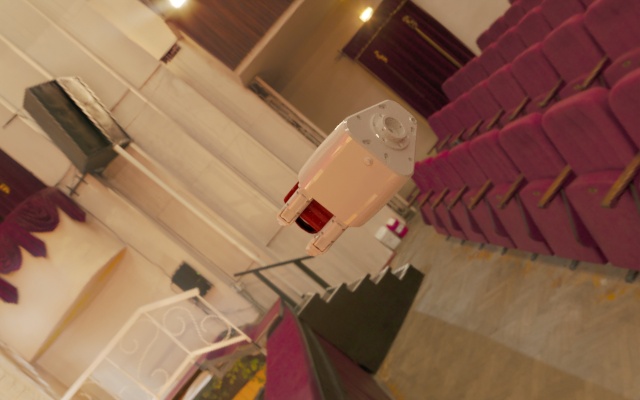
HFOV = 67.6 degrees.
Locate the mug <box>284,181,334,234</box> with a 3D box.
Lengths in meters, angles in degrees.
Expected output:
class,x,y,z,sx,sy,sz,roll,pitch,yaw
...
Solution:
class,x,y,z,sx,sy,sz,roll,pitch,yaw
mug,-0.001,0.003,0.644,0.117,0.081,0.093,-47,4,45
